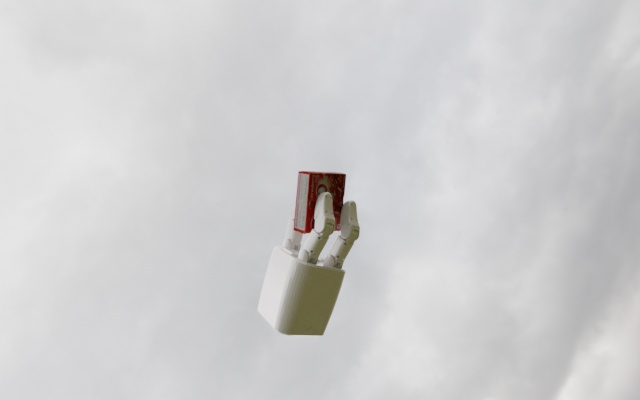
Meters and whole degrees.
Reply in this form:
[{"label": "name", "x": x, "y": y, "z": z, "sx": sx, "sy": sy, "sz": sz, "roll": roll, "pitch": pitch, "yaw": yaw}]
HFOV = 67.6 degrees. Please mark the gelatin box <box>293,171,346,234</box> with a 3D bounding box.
[{"label": "gelatin box", "x": 0.000, "y": 0.002, "z": 0.700, "sx": 0.073, "sy": 0.089, "sz": 0.030, "roll": -1, "pitch": 9, "yaw": -42}]
